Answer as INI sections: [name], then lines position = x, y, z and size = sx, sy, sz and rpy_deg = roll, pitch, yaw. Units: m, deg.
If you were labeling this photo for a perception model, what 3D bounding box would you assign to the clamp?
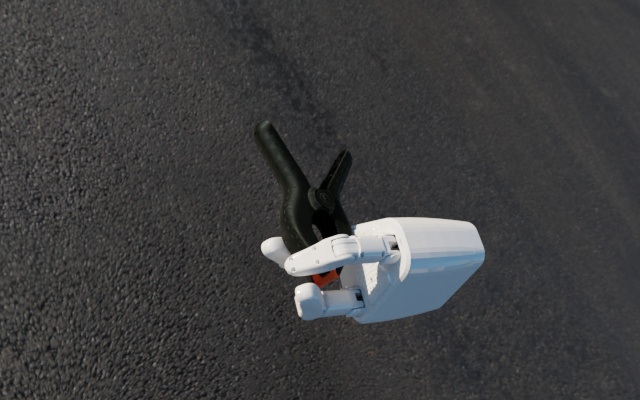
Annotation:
[clamp]
position = 0.000, 0.001, 0.474
size = 0.120, 0.171, 0.039
rpy_deg = 2, -27, -35
